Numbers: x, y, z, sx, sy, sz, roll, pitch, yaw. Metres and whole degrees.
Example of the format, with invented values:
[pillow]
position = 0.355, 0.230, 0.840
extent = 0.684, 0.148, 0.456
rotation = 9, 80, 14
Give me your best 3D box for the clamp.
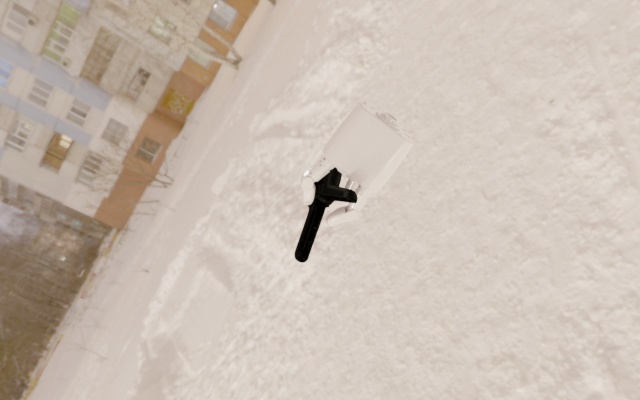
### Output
[clamp]
position = 0.000, 0.002, 0.852
extent = 0.036, 0.165, 0.209
rotation = 29, 24, -20
